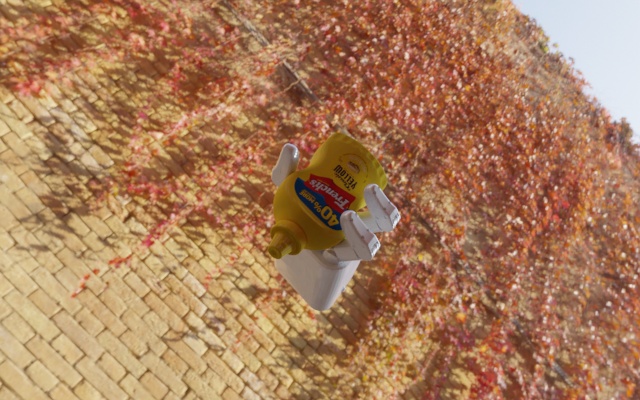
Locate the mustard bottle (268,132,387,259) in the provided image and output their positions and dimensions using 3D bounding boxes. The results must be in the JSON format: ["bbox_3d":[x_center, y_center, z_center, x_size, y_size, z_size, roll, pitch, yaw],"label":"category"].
[{"bbox_3d":[0.000,0.001,0.560,0.191,0.096,0.058,-48,5,-40],"label":"mustard bottle"}]
